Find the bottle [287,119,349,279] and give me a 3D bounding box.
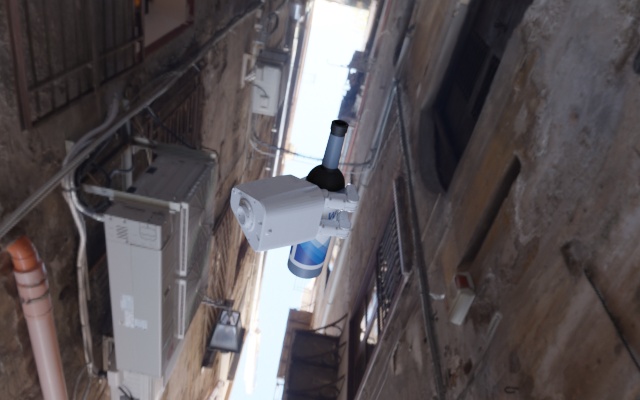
[{"bbox_3d":[0.000,0.003,0.803,0.069,0.296,0.069,10,33,-6],"label":"bottle"}]
